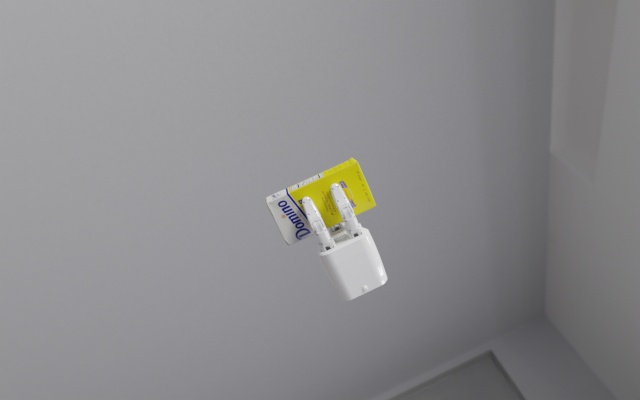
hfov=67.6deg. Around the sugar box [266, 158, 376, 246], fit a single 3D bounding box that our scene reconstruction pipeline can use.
[{"bbox_3d":[0.000,0.003,0.855,0.176,0.093,0.048,-26,17,-1],"label":"sugar box"}]
